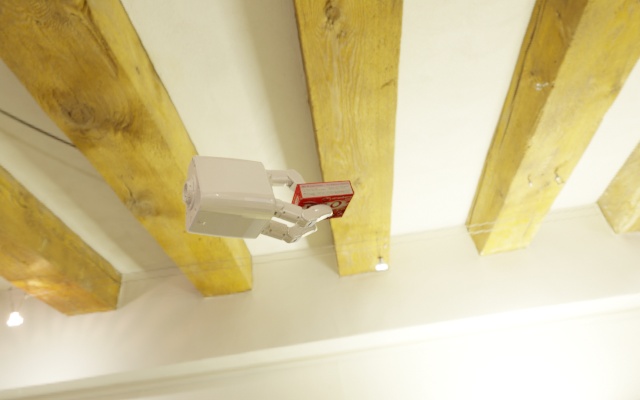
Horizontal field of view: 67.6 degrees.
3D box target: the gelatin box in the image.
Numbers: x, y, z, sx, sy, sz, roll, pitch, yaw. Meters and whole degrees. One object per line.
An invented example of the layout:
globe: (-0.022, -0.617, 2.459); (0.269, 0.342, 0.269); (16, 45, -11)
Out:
gelatin box: (0.000, 0.002, 0.748); (0.089, 0.030, 0.073); (-6, -30, -19)
